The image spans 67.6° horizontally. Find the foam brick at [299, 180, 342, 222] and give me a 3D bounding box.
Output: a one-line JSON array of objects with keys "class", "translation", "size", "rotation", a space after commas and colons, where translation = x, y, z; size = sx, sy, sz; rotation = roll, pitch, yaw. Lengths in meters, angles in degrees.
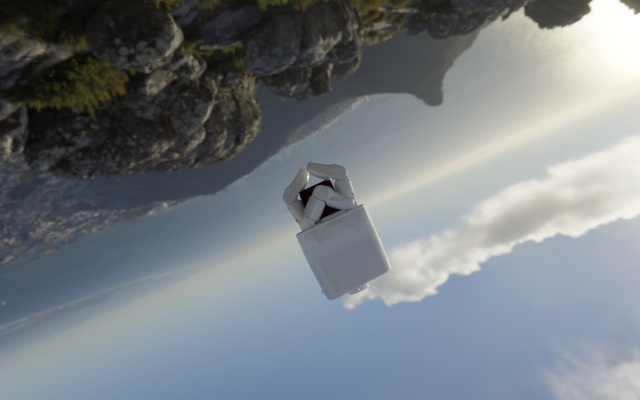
[{"class": "foam brick", "translation": [0.000, 0.002, 0.749], "size": [0.053, 0.051, 0.078], "rotation": [-25, -3, -2]}]
